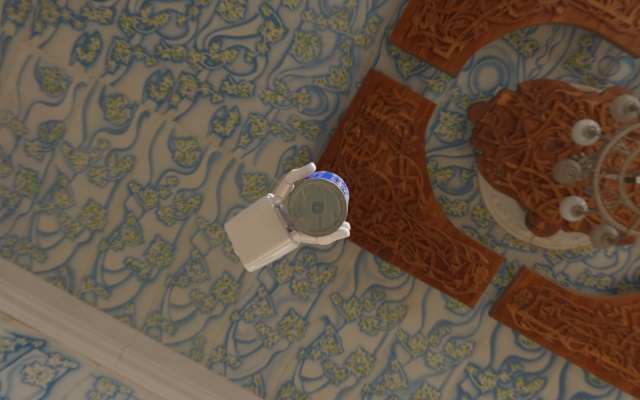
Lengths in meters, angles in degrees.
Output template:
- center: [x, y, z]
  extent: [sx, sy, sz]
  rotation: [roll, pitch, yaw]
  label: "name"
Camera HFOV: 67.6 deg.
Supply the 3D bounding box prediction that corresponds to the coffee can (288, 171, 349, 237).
- center: [0.000, 0.003, 0.879]
  extent: [0.103, 0.103, 0.140]
  rotation: [0, 8, 5]
  label: "coffee can"
